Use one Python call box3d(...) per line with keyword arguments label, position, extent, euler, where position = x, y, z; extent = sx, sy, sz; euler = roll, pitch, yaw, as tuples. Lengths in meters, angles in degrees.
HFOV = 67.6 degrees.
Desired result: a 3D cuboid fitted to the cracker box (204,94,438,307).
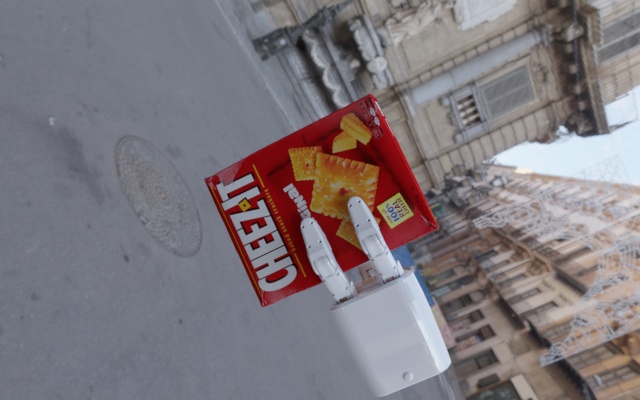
box3d(label="cracker box", position=(0.000, 0.002, 0.543), extent=(0.214, 0.164, 0.072), euler=(-26, -4, 9))
